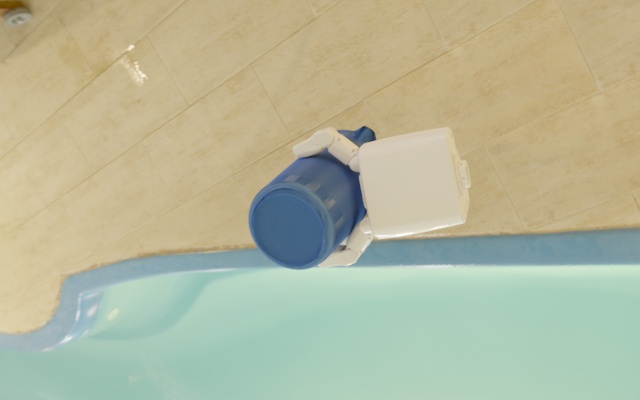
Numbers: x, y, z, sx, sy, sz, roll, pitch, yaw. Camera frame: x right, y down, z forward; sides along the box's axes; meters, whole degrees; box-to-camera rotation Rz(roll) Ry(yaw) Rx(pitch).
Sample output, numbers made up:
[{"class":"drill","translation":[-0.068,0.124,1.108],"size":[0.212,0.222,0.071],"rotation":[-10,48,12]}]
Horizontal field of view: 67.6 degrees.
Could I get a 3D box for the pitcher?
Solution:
[{"class":"pitcher","translation":[0.000,0.002,0.640],"size":[0.145,0.149,0.242],"rotation":[-10,15,24]}]
